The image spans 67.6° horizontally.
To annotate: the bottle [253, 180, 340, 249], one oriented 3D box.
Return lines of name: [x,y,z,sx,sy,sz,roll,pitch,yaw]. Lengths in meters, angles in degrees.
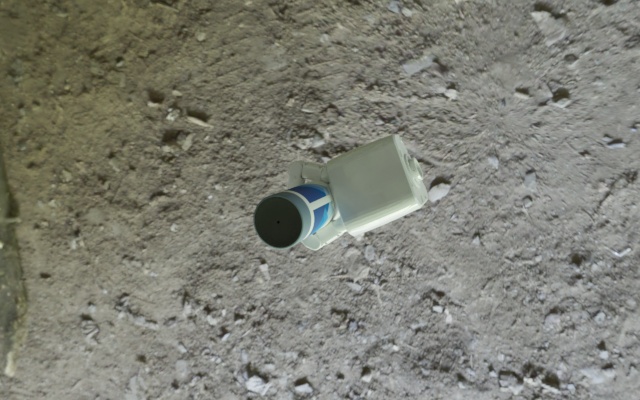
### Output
bottle: [0.000,0.002,0.700,0.069,0.069,0.295,0,9,20]
